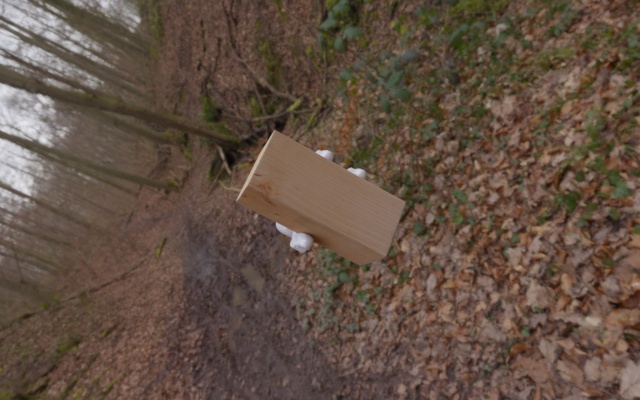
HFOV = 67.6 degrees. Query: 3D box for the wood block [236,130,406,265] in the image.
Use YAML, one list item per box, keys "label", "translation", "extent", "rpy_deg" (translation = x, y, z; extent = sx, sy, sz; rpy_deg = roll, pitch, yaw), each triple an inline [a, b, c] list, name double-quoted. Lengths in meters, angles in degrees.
- label: "wood block"
  translation: [0.000, 0.002, 0.666]
  extent: [0.206, 0.090, 0.090]
  rpy_deg: [28, -21, -11]
